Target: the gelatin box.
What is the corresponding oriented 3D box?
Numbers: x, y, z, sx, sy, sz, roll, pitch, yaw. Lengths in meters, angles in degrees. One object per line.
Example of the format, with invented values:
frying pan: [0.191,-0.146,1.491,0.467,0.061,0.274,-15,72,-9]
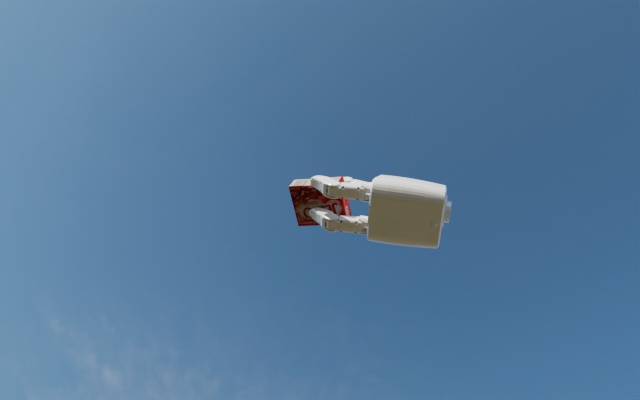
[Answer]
gelatin box: [0.000,0.002,0.764,0.089,0.073,0.030,-3,25,22]
